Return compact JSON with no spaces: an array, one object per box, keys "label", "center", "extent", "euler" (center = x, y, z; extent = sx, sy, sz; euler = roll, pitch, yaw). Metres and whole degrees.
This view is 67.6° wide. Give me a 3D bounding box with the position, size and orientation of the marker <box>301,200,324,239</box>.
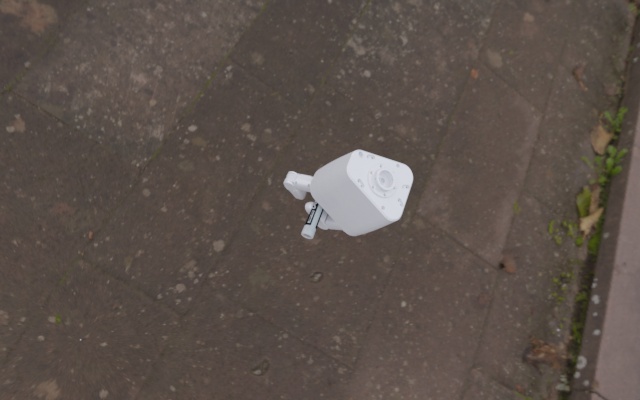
[{"label":"marker","center":[0.000,0.002,0.737],"extent":[0.020,0.121,0.020],"euler":[18,-24,9]}]
